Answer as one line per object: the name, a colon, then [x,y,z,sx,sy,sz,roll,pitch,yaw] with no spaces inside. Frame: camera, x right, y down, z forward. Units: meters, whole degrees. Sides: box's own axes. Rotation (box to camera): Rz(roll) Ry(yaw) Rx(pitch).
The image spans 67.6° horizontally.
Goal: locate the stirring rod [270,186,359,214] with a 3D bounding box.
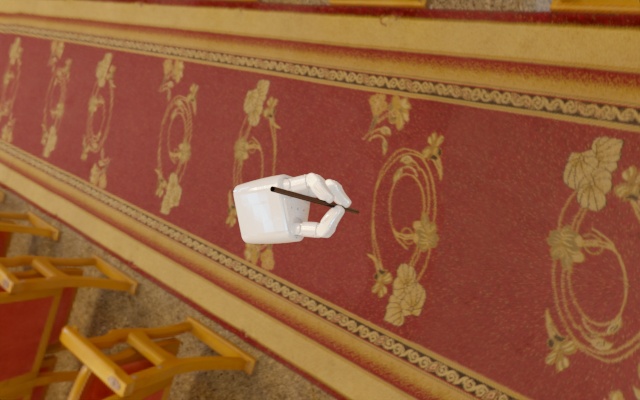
stirring rod: [0.000,0.002,0.739,0.011,0.011,0.239,0,-9,33]
